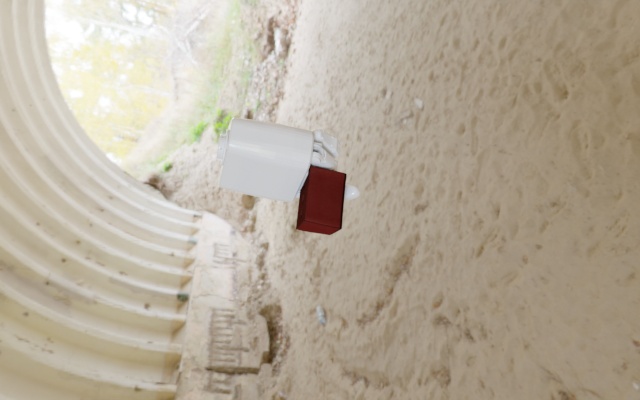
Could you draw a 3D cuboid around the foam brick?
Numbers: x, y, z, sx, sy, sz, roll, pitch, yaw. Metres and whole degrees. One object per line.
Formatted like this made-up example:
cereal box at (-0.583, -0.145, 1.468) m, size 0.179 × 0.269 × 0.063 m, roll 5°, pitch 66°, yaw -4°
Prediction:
foam brick at (0.000, 0.002, 0.639) m, size 0.051 × 0.078 × 0.053 m, roll 10°, pitch -18°, yaw -14°
